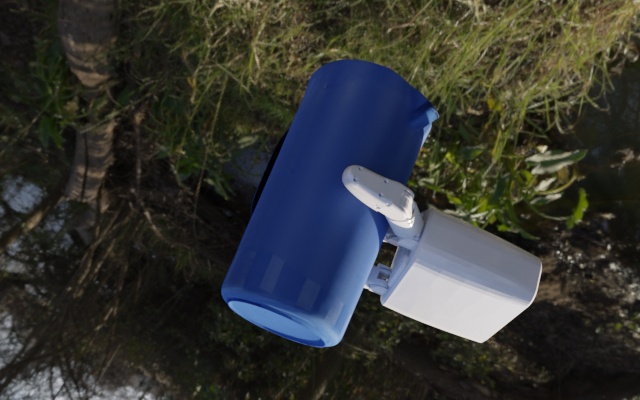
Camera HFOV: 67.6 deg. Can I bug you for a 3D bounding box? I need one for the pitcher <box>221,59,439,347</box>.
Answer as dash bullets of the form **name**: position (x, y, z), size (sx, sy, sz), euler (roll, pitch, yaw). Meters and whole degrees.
- **pitcher**: position (0.000, 0.002, 0.448), size (0.145, 0.242, 0.149), euler (23, -25, 2)
